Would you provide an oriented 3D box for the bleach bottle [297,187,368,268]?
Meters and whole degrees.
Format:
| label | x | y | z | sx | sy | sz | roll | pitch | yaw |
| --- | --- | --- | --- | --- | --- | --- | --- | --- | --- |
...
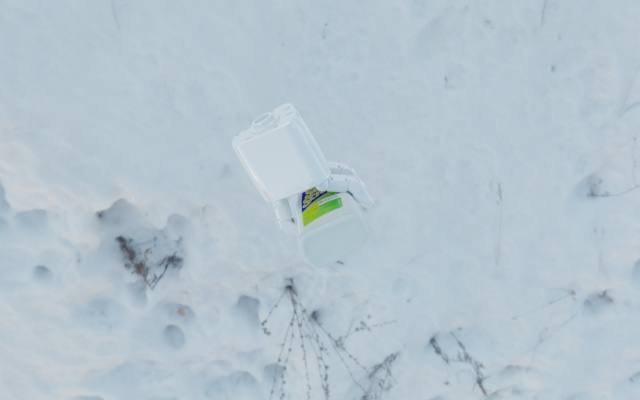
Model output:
| label | x | y | z | sx | sy | sz | roll | pitch | yaw |
| --- | --- | --- | --- | --- | --- | --- | --- | --- | --- |
| bleach bottle | 0.000 | 0.003 | 0.776 | 0.102 | 0.068 | 0.250 | -27 | 28 | 3 |
